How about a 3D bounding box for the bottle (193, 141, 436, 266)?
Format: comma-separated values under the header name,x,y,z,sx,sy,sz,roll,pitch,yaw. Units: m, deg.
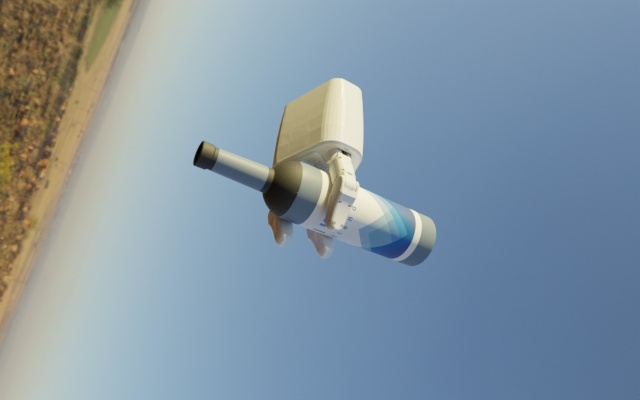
name,x,y,z,sx,sy,sz,roll,pitch,yaw
bottle,0.000,0.002,0.543,0.296,0.069,0.069,22,-10,-25
